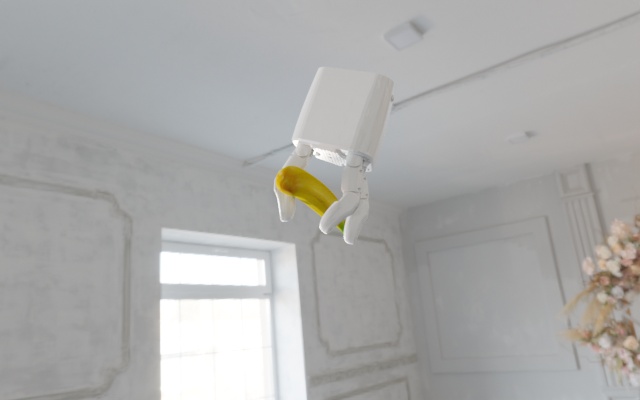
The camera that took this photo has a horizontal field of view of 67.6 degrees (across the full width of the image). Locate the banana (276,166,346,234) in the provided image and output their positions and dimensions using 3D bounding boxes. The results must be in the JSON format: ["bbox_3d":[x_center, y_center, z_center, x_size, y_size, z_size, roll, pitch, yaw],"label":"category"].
[{"bbox_3d":[-0.010,-0.008,0.601,0.069,0.037,0.198,43,4,33],"label":"banana"}]
